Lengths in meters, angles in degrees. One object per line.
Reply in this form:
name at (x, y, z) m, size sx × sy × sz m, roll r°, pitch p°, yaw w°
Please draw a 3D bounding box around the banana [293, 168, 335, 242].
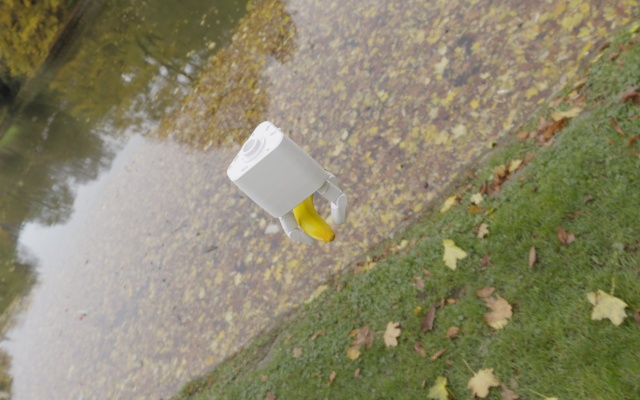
banana at (-0.016, 0.008, 0.836) m, size 0.069 × 0.037 × 0.197 m, roll -25°, pitch 37°, yaw 15°
